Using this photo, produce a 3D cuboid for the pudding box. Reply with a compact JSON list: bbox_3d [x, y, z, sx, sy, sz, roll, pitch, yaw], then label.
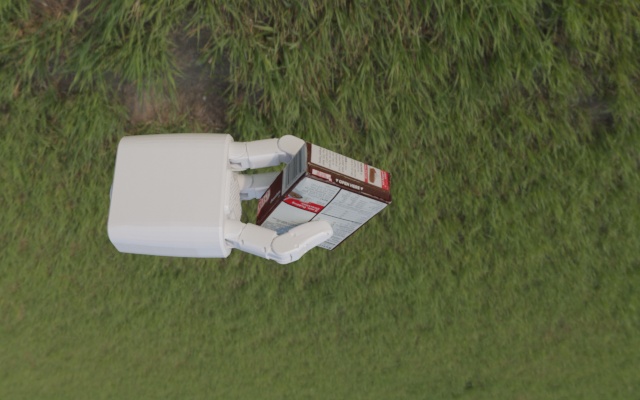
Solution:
[{"bbox_3d":[0.000,0.002,0.456,0.090,0.039,0.113,17,-35,-23],"label":"pudding box"}]
